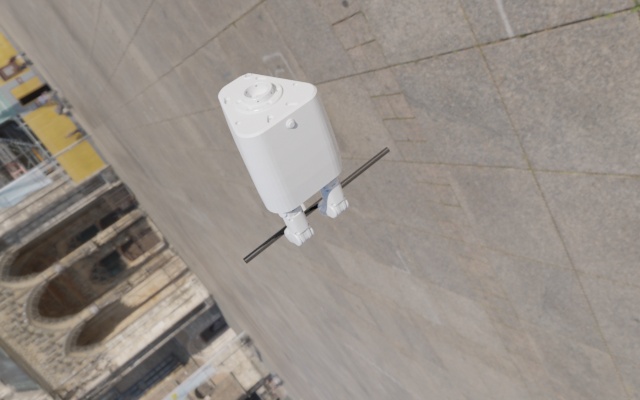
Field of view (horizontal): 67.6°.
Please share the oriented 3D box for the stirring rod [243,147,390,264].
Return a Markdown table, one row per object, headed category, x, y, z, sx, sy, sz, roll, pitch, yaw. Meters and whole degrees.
| category | x | y | z | sx | sy | sz | roll | pitch | yaw |
| --- | --- | --- | --- | --- | --- | --- | --- | --- | --- |
| stirring rod | 0.000 | 0.002 | 0.607 | 0.239 | 0.011 | 0.011 | -38 | 13 | -17 |
